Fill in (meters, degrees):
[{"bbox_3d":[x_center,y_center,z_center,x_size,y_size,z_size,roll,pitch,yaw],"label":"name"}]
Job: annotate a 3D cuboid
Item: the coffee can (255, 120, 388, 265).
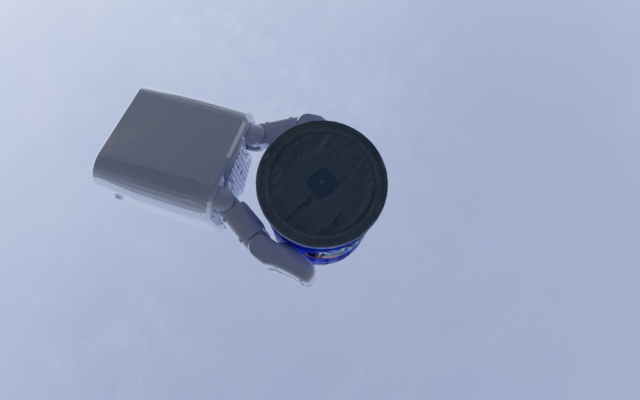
[{"bbox_3d":[0.000,0.001,0.435,0.103,0.102,0.140,0,-13,-1],"label":"coffee can"}]
